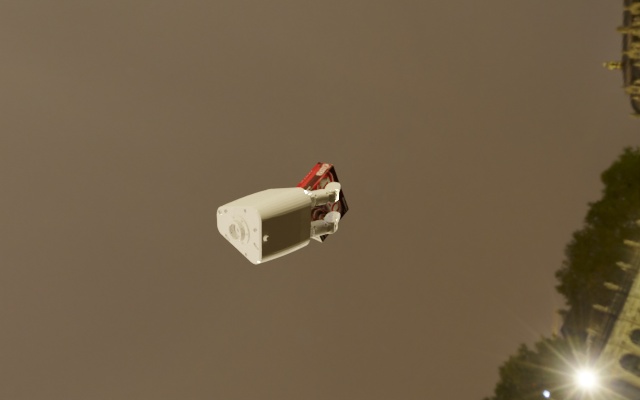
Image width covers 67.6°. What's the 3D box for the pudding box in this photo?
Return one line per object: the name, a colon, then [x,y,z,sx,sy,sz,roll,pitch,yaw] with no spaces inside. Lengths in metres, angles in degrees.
pudding box: [0.000,0.003,0.843,0.039,0.114,0.090,18,54,35]
